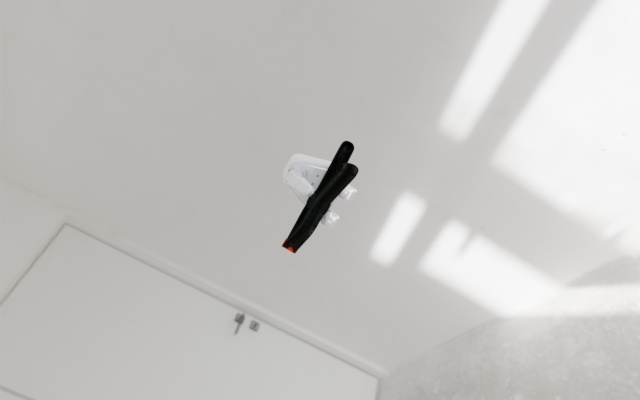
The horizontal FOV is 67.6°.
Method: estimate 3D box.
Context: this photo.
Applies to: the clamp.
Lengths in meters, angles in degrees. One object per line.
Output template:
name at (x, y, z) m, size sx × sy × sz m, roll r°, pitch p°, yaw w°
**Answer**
clamp at (-0.001, 0.003, 0.779) m, size 0.036 × 0.210 × 0.164 m, roll 31°, pitch 11°, yaw -8°
